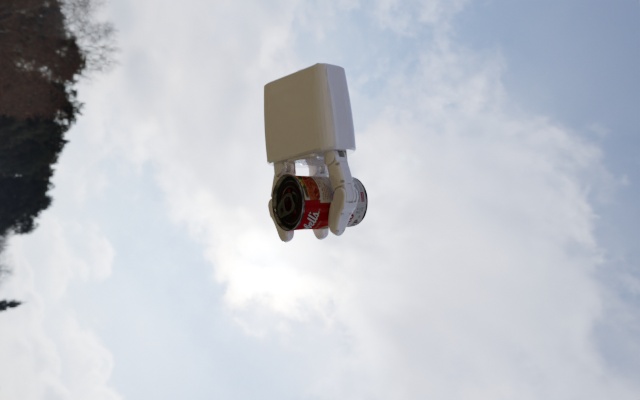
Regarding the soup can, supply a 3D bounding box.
[{"bbox_3d":[0.000,0.002,0.596,0.102,0.068,0.068,-1,0,-37],"label":"soup can"}]
